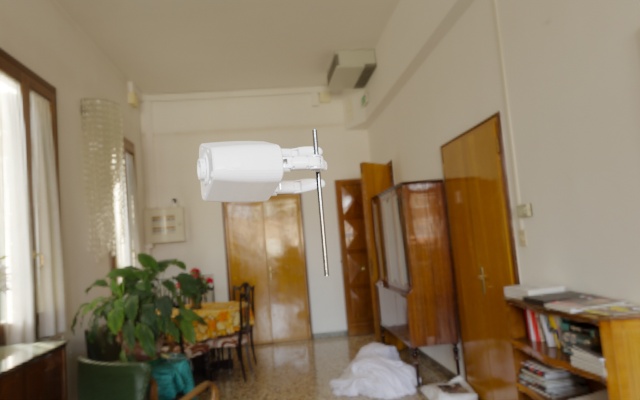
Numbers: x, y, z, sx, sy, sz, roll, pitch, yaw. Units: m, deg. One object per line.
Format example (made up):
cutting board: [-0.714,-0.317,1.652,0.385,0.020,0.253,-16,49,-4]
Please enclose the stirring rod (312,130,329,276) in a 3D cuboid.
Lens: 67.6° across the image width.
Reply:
stirring rod: [0.000,0.003,0.783,0.011,0.239,0.011,-5,-5,0]
